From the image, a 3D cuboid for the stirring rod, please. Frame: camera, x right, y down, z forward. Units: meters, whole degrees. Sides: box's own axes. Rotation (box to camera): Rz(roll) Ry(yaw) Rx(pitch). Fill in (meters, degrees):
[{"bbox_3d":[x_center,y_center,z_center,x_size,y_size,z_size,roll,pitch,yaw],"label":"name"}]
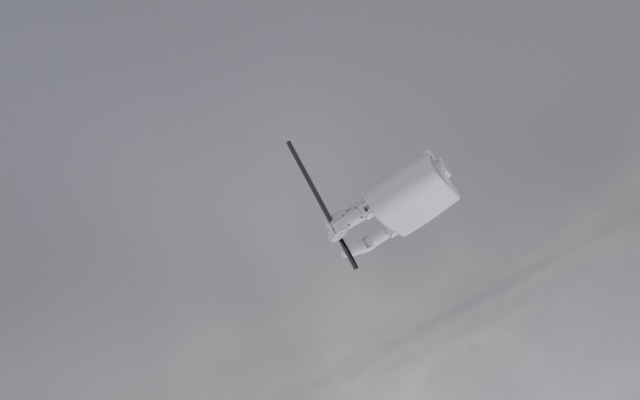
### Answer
[{"bbox_3d":[0.000,0.002,0.761,0.011,0.239,0.011,-25,-19,-9],"label":"stirring rod"}]
